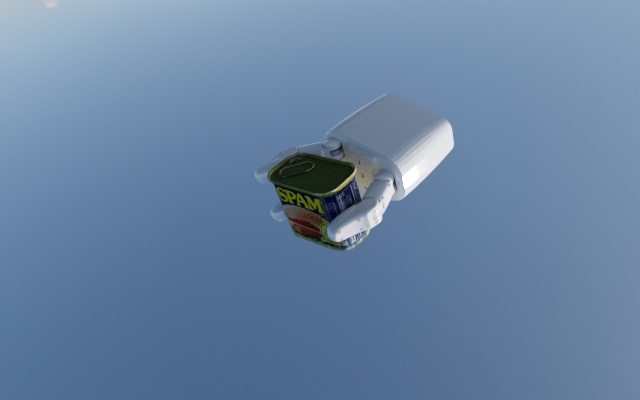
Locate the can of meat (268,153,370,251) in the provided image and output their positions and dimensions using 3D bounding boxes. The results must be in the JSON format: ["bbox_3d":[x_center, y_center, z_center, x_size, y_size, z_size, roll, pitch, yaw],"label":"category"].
[{"bbox_3d":[0.000,0.002,0.527,0.102,0.084,0.057,17,48,41],"label":"can of meat"}]
